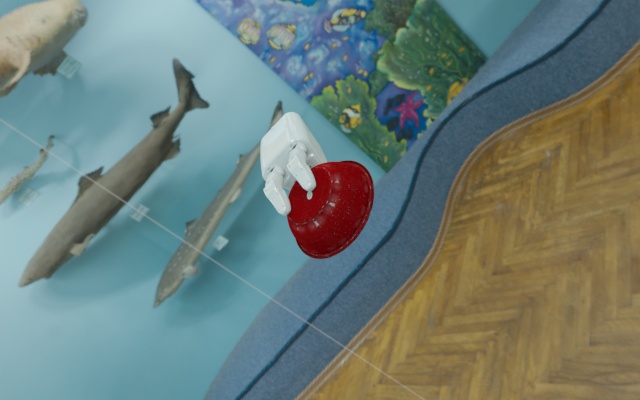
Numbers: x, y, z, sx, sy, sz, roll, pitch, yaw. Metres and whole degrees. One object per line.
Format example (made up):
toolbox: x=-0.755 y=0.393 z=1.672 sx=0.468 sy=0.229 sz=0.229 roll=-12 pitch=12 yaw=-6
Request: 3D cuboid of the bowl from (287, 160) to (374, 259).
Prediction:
bowl: x=0.000 y=0.003 z=0.709 sx=0.162 sy=0.162 sz=0.055 roll=0 pitch=-23 yaw=47
